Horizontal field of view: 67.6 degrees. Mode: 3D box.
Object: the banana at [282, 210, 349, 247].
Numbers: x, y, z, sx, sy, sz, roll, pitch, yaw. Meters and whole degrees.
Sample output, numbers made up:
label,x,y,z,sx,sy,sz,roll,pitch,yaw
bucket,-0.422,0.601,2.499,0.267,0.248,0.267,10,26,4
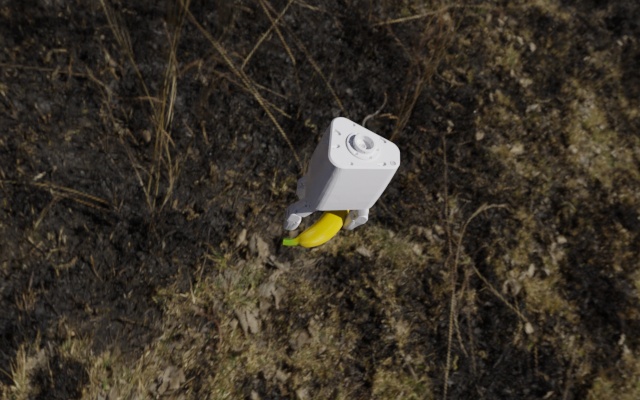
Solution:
label,x,y,z,sx,sy,sz,roll,pitch,yaw
banana,0.014,0.015,0.818,0.069,0.197,0.037,32,-36,6
